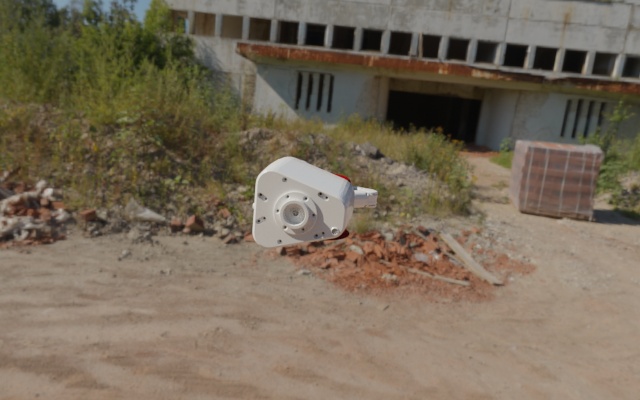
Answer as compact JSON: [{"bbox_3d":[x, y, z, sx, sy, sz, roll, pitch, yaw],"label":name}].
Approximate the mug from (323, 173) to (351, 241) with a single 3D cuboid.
[{"bbox_3d":[0.000,0.002,0.687,0.093,0.081,0.117,7,12,5],"label":"mug"}]
